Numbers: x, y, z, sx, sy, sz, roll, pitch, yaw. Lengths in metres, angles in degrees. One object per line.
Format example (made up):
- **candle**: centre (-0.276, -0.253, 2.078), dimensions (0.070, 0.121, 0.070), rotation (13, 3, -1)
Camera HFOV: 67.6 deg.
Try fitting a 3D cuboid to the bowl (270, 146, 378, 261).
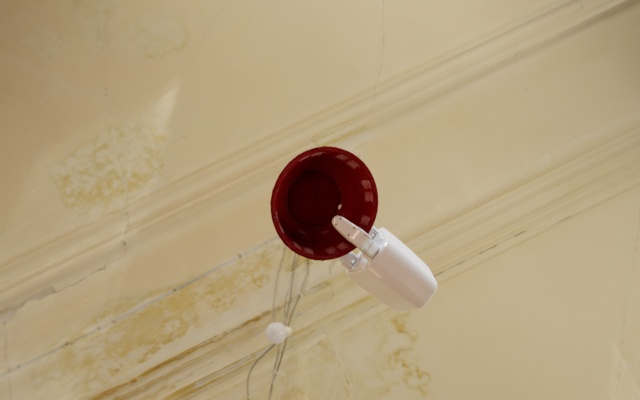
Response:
- **bowl**: centre (-0.001, 0.001, 0.692), dimensions (0.162, 0.162, 0.055), rotation (0, 8, -20)
